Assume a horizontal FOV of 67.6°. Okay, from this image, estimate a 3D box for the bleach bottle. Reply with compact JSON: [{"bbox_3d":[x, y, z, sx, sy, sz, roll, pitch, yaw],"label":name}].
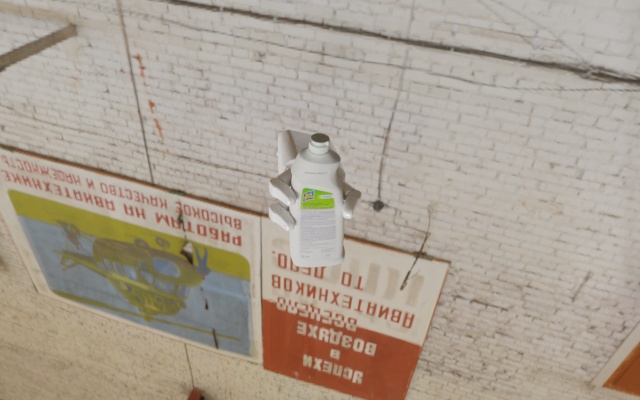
[{"bbox_3d":[0.000,0.003,0.792,0.102,0.251,0.068,-4,40,-10],"label":"bleach bottle"}]
